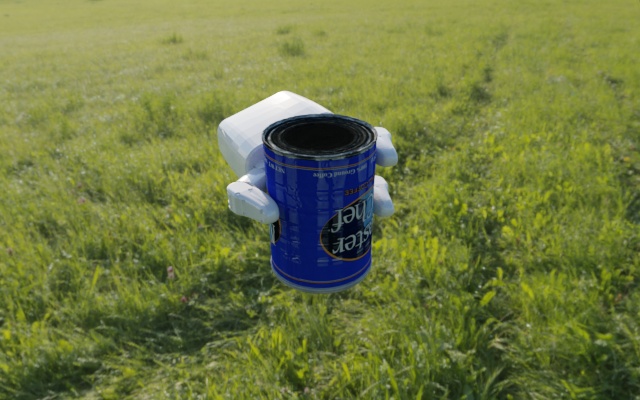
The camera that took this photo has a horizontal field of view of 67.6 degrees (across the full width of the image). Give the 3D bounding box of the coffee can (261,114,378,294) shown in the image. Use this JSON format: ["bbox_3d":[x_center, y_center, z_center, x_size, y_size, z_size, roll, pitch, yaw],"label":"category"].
[{"bbox_3d":[0.000,0.002,0.452,0.103,0.140,0.102,-1,30,0],"label":"coffee can"}]
